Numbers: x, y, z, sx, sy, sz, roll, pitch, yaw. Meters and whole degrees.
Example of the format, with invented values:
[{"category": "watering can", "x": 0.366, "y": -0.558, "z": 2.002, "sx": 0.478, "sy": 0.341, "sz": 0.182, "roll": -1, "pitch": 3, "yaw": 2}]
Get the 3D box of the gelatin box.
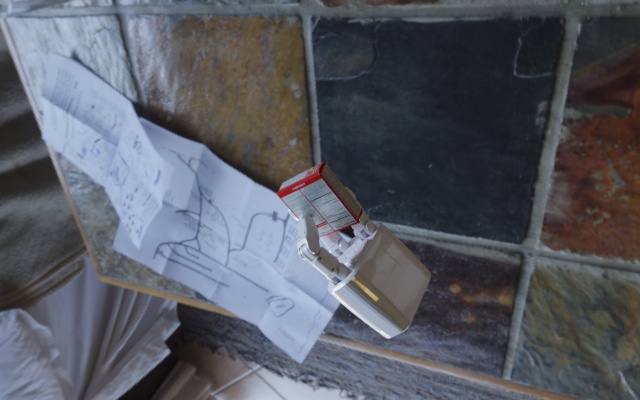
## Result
[{"category": "gelatin box", "x": 0.000, "y": 0.002, "z": 0.616, "sx": 0.073, "sy": 0.089, "sz": 0.030, "roll": -24, "pitch": 28, "yaw": 33}]
